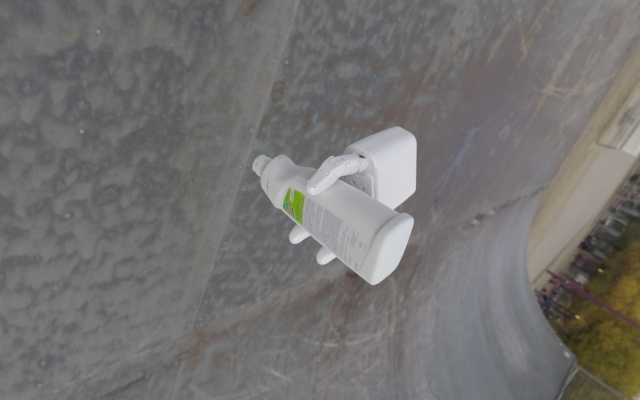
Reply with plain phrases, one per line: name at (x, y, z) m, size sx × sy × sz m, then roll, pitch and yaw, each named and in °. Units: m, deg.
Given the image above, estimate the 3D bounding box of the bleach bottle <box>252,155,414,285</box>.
bleach bottle at (0.000, 0.002, 0.647) m, size 0.250 × 0.103 × 0.068 m, roll 36°, pitch 45°, yaw 28°
